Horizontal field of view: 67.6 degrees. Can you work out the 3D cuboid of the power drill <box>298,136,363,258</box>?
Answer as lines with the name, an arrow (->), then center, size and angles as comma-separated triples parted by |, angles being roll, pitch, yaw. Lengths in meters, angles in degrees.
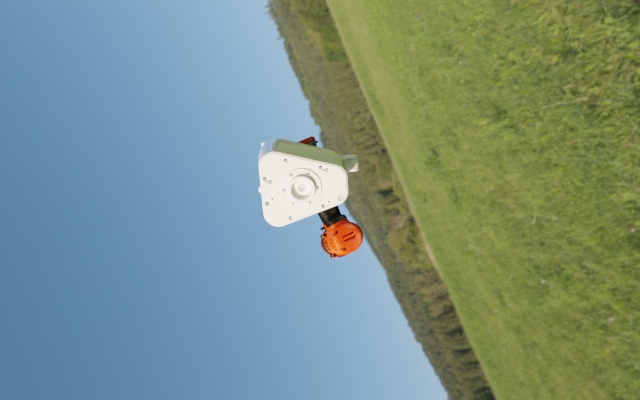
power drill -> 0.000, 0.002, 0.757 | 0.057, 0.187, 0.184 | -27, -4, -12
